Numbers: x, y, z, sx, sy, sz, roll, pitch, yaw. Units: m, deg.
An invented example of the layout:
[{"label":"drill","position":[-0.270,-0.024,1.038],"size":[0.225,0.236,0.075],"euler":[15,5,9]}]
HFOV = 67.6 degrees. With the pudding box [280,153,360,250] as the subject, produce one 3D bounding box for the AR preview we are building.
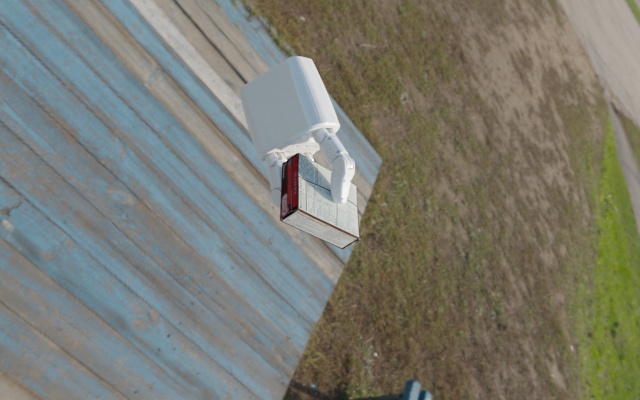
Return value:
[{"label":"pudding box","position":[0.000,0.002,0.621],"size":[0.113,0.090,0.039],"euler":[26,-42,-34]}]
